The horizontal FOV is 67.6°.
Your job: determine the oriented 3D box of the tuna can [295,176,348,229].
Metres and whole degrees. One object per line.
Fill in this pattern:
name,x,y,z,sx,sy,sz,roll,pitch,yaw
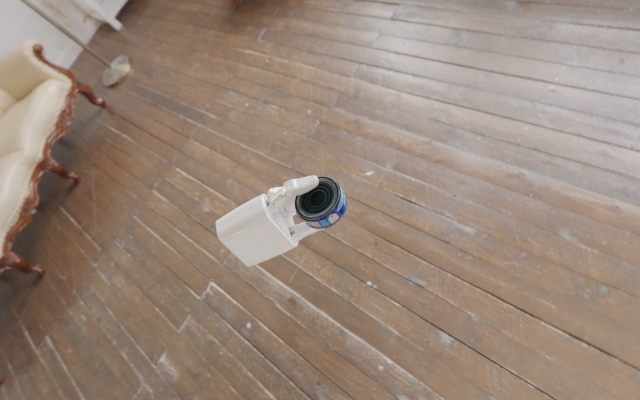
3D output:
tuna can,0.000,0.002,0.800,0.086,0.086,0.034,0,-28,28
